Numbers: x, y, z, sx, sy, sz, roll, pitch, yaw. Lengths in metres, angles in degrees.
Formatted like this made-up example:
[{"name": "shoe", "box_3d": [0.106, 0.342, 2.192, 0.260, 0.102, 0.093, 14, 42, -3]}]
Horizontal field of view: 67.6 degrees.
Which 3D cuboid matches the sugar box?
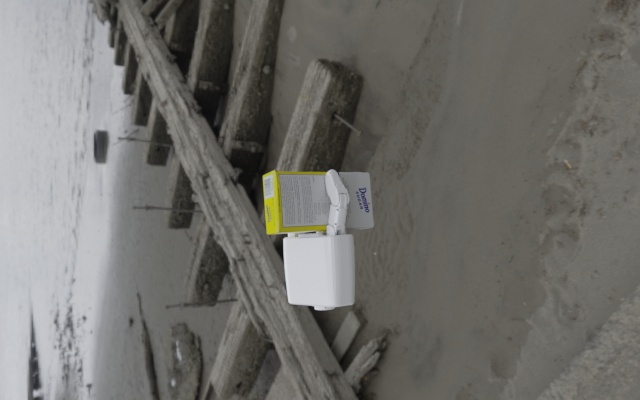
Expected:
[{"name": "sugar box", "box_3d": [0.000, 0.003, 0.746, 0.176, 0.093, 0.048, 0, -7, -35]}]
